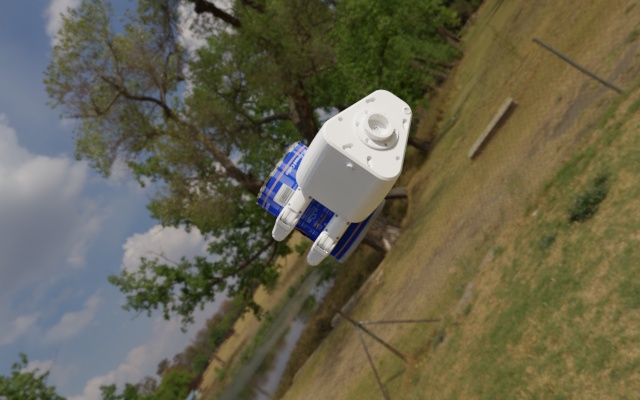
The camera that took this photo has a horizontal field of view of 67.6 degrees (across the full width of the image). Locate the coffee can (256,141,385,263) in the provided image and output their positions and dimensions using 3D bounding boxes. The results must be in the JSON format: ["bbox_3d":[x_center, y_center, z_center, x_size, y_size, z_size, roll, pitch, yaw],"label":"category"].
[{"bbox_3d":[0.000,0.002,0.637,0.140,0.103,0.103,34,1,1],"label":"coffee can"}]
